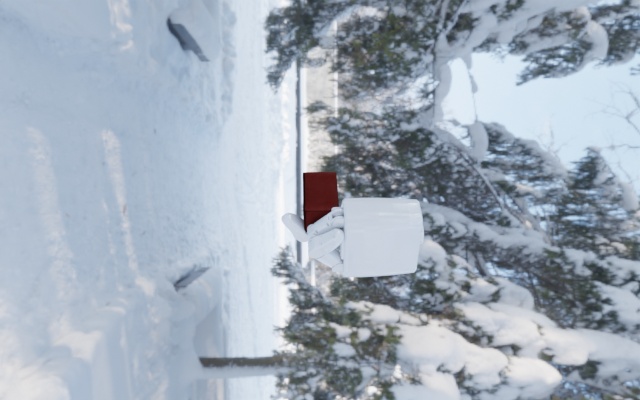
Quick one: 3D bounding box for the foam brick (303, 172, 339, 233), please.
[{"bbox_3d":[0.000,0.002,0.710,0.051,0.078,0.053,-2,-40,0],"label":"foam brick"}]
